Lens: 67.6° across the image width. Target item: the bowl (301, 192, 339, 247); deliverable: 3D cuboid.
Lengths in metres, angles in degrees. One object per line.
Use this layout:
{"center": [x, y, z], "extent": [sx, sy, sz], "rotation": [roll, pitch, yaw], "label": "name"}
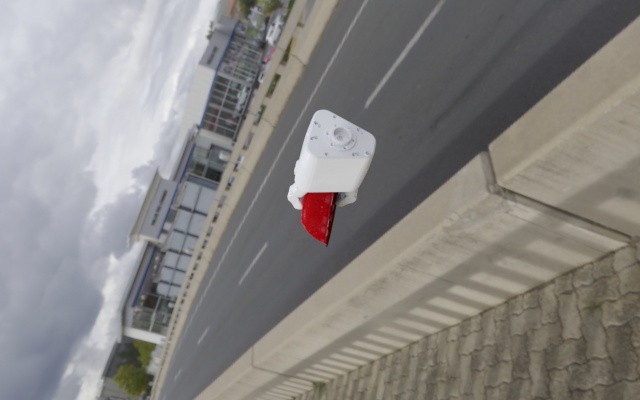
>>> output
{"center": [0.000, 0.004, 0.885], "extent": [0.055, 0.162, 0.162], "rotation": [10, 1, 5], "label": "bowl"}
